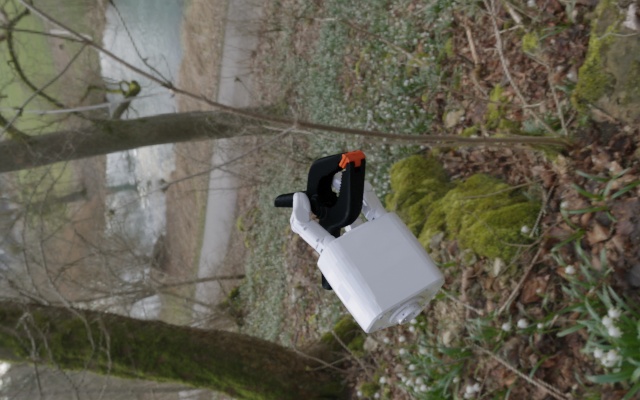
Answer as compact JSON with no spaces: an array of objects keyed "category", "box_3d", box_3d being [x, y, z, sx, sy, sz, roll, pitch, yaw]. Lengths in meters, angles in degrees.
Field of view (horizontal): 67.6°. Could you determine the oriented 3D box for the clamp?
[{"category":"clamp","box_3d":[0.000,0.002,0.638,0.036,0.164,0.210,-18,-34,-34]}]
